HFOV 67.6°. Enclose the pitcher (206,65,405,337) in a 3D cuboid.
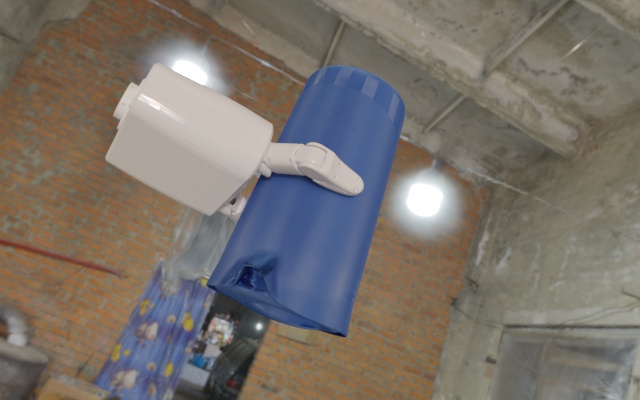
[{"bbox_3d":[0.000,0.001,0.470,0.145,0.242,0.149,29,-19,-23],"label":"pitcher"}]
